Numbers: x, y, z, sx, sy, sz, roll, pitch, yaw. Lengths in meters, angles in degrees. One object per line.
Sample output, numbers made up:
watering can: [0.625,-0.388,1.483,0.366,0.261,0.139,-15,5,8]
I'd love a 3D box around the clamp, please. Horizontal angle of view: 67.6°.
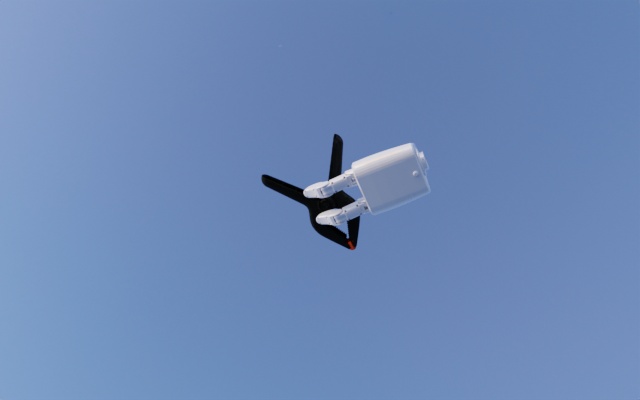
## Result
clamp: [0.001,0.003,0.865,0.164,0.210,0.036,-21,17,16]
